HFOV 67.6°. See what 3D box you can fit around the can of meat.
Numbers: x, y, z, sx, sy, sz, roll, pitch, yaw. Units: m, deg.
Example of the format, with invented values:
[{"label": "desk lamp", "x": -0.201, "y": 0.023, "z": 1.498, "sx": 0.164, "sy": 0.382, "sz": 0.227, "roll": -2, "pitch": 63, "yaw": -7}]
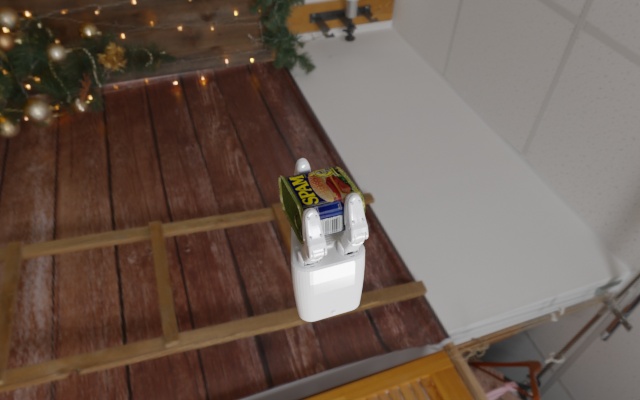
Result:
[{"label": "can of meat", "x": 0.000, "y": 0.002, "z": 0.615, "sx": 0.084, "sy": 0.057, "sz": 0.102, "roll": -13, "pitch": 36, "yaw": -15}]
